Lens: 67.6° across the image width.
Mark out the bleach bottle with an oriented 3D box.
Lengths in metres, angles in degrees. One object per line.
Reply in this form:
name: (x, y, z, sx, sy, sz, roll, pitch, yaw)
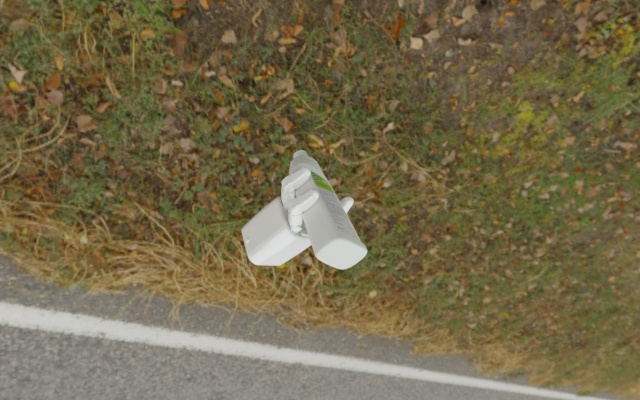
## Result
bleach bottle: (0.000, 0.003, 0.896, 0.068, 0.250, 0.102, -39, -41, 20)
